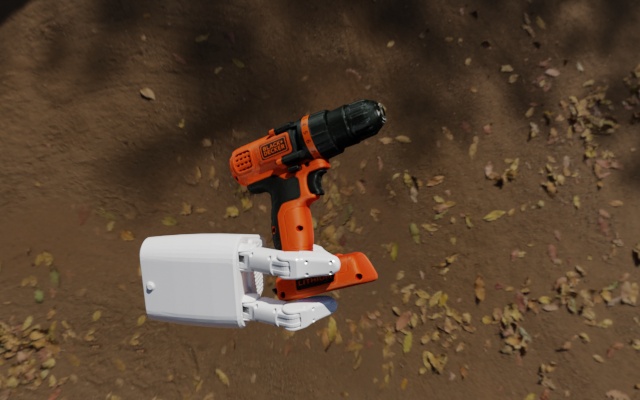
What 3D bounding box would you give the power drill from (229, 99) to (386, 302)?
[{"bbox_3d":[0.000,0.002,0.504,0.184,0.187,0.057,-19,-14,23],"label":"power drill"}]
